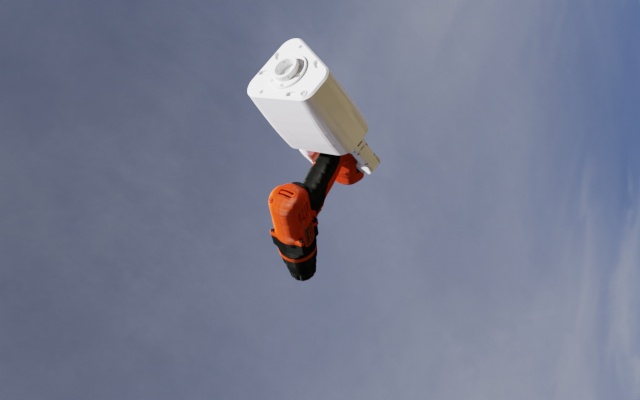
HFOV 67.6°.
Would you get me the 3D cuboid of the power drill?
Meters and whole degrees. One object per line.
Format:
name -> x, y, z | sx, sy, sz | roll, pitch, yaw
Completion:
power drill -> 0.000, 0.002, 0.660 | 0.057, 0.187, 0.185 | 19, -34, 19
